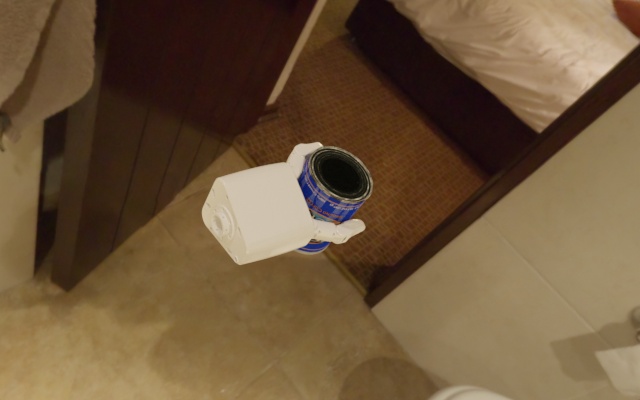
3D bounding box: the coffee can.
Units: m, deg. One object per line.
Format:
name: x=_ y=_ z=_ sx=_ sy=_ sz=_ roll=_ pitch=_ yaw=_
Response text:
coffee can: x=0.000 y=0.002 z=0.720 sx=0.103 sy=0.102 sz=0.140 roll=0 pitch=-36 yaw=-32
